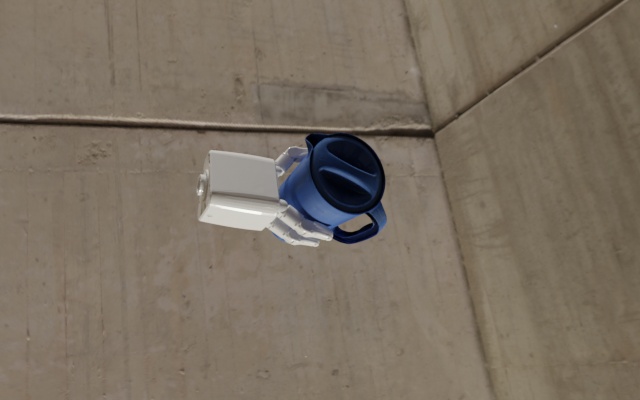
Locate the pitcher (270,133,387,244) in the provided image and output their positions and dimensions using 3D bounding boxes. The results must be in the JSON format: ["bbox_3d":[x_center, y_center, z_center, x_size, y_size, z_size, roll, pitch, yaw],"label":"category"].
[{"bbox_3d":[0.000,0.003,0.817,0.145,0.149,0.243,7,-22,-25],"label":"pitcher"}]
